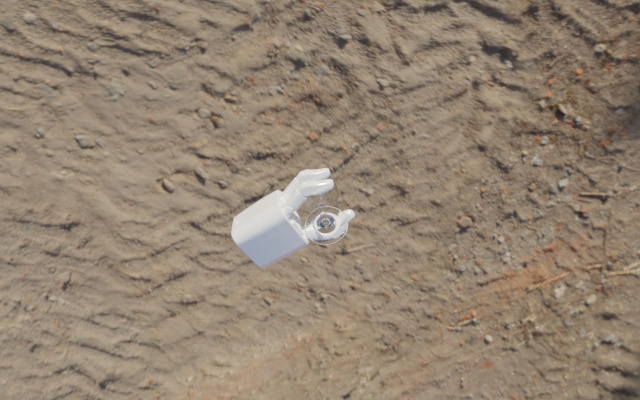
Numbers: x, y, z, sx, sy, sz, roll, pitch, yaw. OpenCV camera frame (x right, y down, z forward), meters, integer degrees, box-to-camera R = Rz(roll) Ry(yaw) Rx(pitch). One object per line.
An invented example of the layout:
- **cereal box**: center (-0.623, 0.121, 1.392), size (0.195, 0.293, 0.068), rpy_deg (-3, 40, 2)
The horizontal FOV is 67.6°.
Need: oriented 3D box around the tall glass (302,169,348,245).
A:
- **tall glass**: center (0.000, 0.003, 0.897), size (0.079, 0.079, 0.201), rpy_deg (0, 24, -6)
